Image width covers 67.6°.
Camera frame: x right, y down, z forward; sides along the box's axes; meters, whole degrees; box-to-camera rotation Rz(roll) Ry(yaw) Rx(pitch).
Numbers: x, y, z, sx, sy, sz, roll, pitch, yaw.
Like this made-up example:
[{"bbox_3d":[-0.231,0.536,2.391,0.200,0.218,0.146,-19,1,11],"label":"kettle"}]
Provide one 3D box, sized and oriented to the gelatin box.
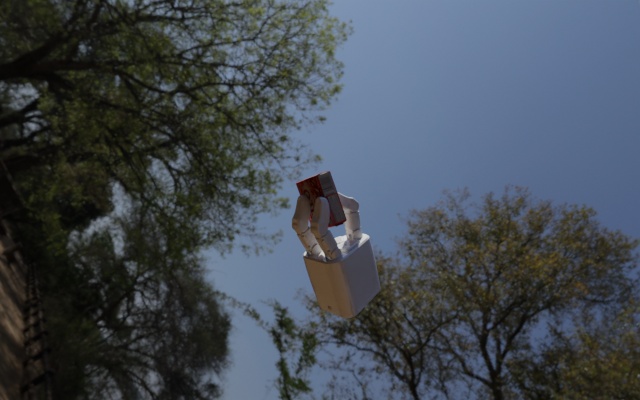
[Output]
[{"bbox_3d":[0.000,0.002,0.790,0.030,0.089,0.073,-20,2,-32],"label":"gelatin box"}]
